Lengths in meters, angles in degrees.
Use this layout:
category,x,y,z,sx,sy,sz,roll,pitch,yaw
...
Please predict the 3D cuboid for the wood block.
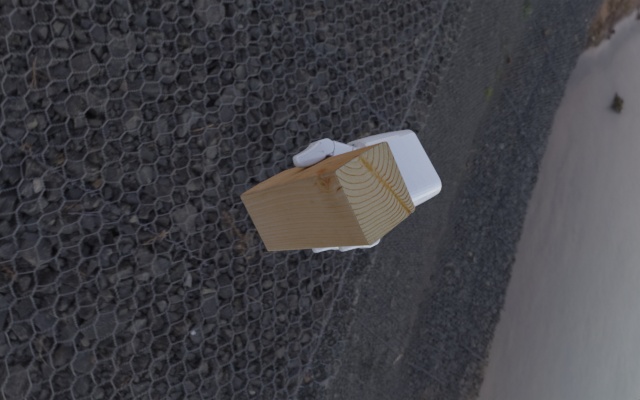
category,x,y,z,sx,sy,sz,roll,pitch,yaw
wood block,0.000,0.001,0.596,0.090,0.091,0.206,-33,13,-36
